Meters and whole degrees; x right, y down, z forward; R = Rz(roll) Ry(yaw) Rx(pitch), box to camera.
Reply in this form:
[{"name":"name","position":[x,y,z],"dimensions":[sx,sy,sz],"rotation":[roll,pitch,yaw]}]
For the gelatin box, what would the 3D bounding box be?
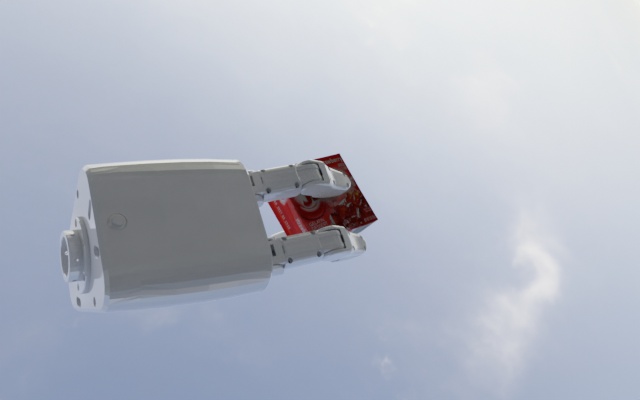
[{"name":"gelatin box","position":[0.000,0.002,0.416],"dimensions":[0.089,0.073,0.030],"rotation":[-17,-16,-47]}]
